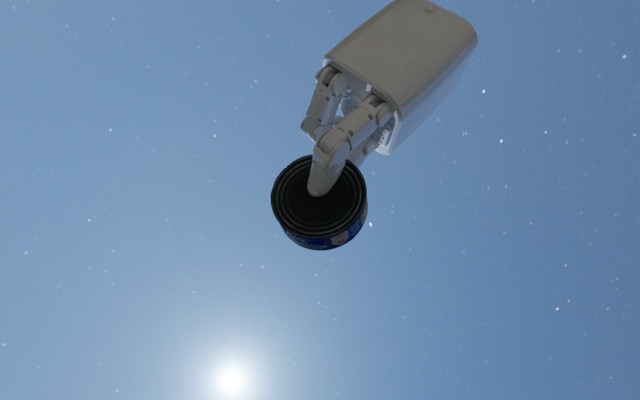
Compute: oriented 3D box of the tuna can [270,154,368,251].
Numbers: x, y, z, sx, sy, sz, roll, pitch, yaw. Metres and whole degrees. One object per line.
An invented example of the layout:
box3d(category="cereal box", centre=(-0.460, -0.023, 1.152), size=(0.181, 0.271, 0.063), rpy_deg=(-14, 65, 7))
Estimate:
box3d(category="tuna can", centre=(0.000, 0.002, 0.434), size=(0.086, 0.086, 0.034), rpy_deg=(0, -28, 9))
